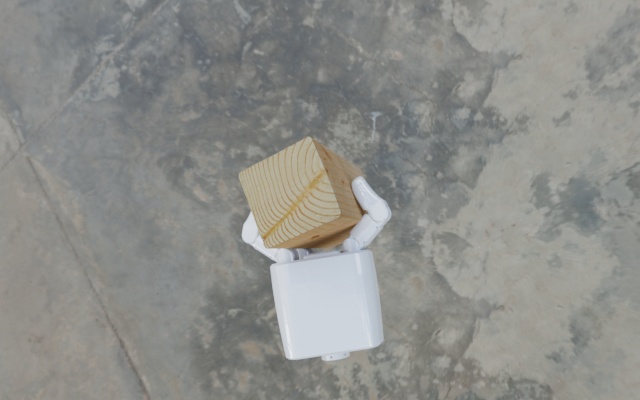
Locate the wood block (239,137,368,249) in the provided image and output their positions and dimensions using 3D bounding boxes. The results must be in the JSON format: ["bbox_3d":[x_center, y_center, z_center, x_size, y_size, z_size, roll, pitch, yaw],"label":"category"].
[{"bbox_3d":[0.000,0.002,0.577,0.091,0.090,0.206,-25,-12,15],"label":"wood block"}]
